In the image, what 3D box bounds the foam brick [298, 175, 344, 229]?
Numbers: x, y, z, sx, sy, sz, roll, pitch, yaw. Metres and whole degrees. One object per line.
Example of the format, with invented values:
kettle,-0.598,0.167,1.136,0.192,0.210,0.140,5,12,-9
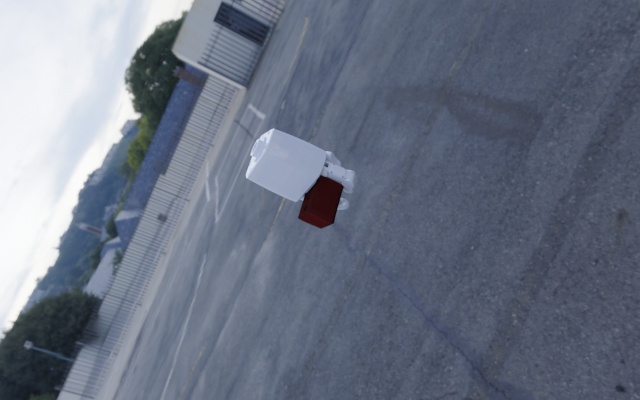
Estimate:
foam brick,0.000,0.003,0.856,0.051,0.078,0.053,24,-26,-19
